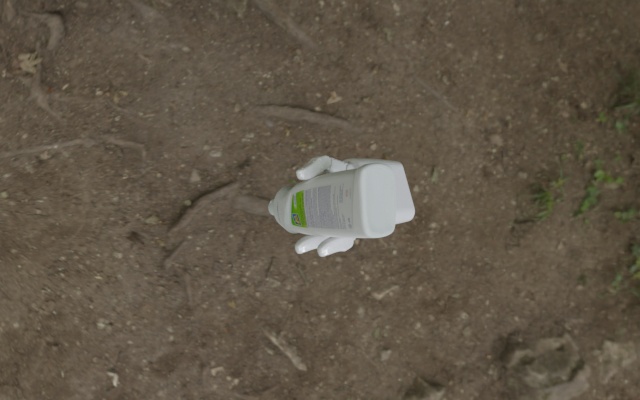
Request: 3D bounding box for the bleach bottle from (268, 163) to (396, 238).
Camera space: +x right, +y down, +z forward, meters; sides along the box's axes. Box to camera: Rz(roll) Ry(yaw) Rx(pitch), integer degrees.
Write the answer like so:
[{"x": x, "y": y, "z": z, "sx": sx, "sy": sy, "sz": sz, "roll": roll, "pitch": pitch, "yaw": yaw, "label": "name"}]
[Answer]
[{"x": 0.000, "y": 0.002, "z": 0.719, "sx": 0.068, "sy": 0.102, "sz": 0.251, "roll": -3, "pitch": 2, "yaw": -39, "label": "bleach bottle"}]
